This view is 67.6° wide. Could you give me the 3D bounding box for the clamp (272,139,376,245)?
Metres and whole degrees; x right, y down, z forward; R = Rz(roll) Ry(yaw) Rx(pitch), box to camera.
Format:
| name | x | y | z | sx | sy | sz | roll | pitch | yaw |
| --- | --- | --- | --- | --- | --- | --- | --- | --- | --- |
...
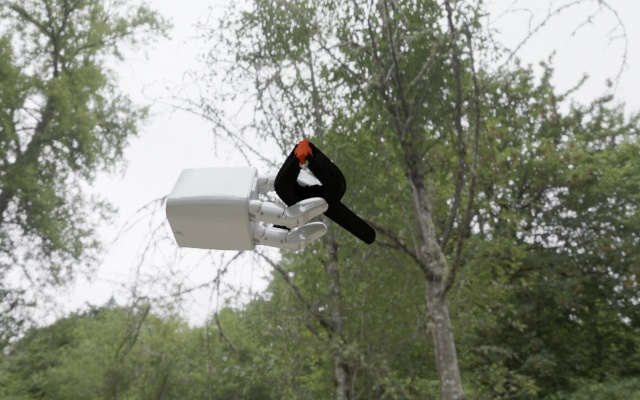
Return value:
| name | x | y | z | sx | sy | sz | roll | pitch | yaw |
| --- | --- | --- | --- | --- | --- | --- | --- | --- | --- |
| clamp | 0.000 | 0.001 | 0.653 | 0.164 | 0.036 | 0.210 | 1 | -39 | 1 |
